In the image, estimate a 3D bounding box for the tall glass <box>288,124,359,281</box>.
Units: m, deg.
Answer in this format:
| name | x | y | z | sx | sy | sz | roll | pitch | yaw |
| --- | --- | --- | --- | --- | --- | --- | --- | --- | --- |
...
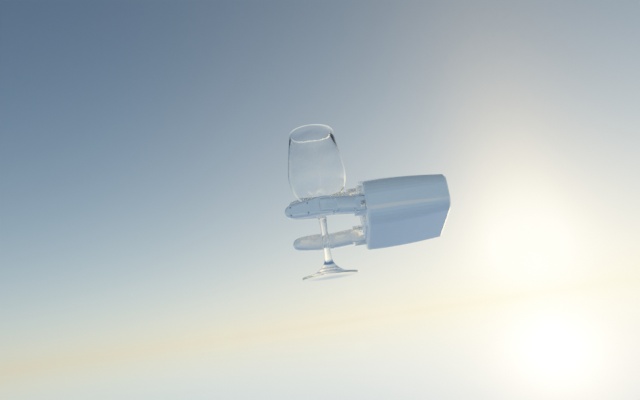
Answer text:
| name | x | y | z | sx | sy | sz | roll | pitch | yaw |
| --- | --- | --- | --- | --- | --- | --- | --- | --- | --- |
| tall glass | 0.000 | 0.003 | 0.638 | 0.079 | 0.201 | 0.079 | -8 | -14 | -2 |
